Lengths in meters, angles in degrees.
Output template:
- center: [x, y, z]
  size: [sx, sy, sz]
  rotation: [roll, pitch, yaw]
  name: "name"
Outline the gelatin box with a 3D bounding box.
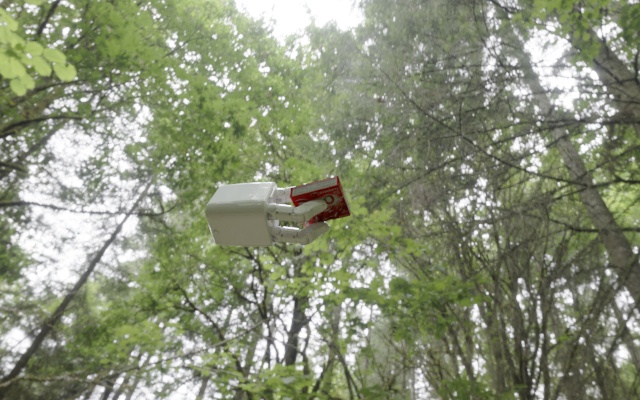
- center: [0.000, 0.002, 0.828]
  size: [0.089, 0.073, 0.030]
  rotation: [-14, 39, 12]
  name: "gelatin box"
